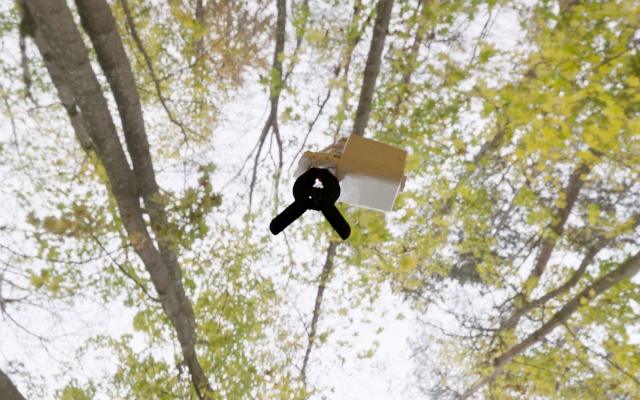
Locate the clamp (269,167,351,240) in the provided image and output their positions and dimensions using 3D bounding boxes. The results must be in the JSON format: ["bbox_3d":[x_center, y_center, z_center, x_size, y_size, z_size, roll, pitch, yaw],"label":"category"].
[{"bbox_3d":[0.000,0.003,0.753,0.120,0.039,0.171,14,43,7],"label":"clamp"}]
